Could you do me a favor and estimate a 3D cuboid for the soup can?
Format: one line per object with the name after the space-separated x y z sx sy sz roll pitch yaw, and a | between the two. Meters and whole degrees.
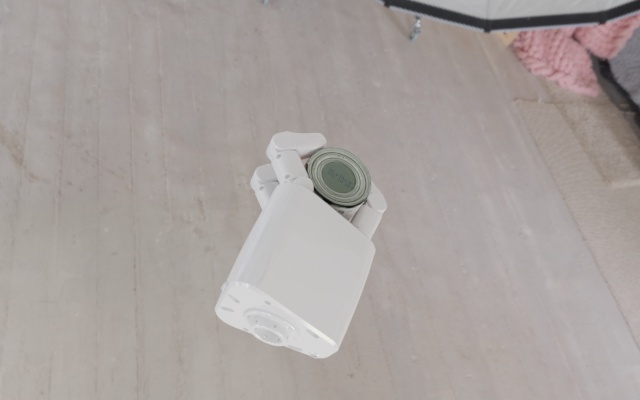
0.000 0.001 0.484 0.068 0.068 0.102 0 -30 -24 | soup can
